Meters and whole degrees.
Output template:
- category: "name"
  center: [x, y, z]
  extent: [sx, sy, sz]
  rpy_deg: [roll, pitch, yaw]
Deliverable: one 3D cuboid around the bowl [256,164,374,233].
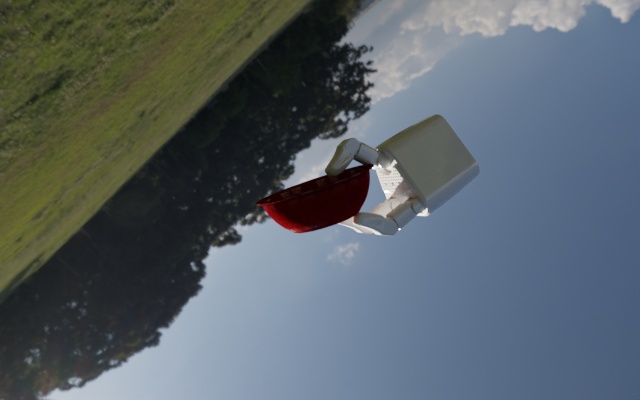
- category: "bowl"
  center: [-0.001, 0.003, 0.627]
  extent: [0.162, 0.055, 0.162]
  rpy_deg: [-18, 7, 2]
